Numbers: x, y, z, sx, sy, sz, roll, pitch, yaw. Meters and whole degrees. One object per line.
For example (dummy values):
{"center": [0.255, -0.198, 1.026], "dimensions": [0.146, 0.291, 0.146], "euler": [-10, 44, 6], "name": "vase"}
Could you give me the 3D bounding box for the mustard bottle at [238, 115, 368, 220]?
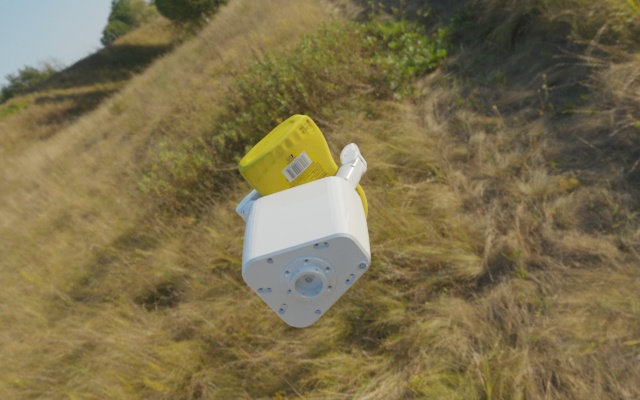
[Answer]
{"center": [0.000, 0.002, 0.555], "dimensions": [0.096, 0.192, 0.058], "euler": [-43, 24, -10], "name": "mustard bottle"}
